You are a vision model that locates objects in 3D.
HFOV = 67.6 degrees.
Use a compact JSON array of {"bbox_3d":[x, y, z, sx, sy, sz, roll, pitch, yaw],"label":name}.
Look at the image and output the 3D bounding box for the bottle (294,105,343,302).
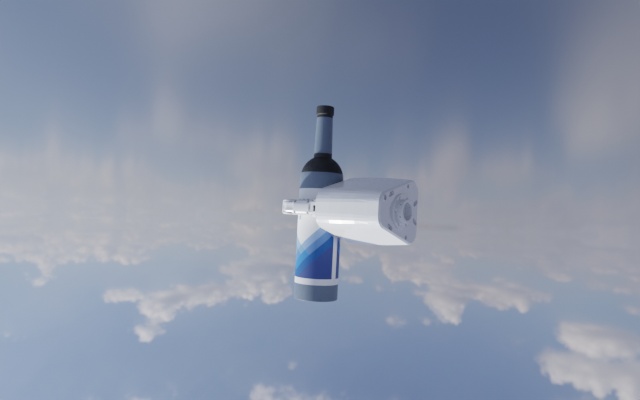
[{"bbox_3d":[0.000,0.003,0.733,0.069,0.295,0.069,3,-2,0],"label":"bottle"}]
